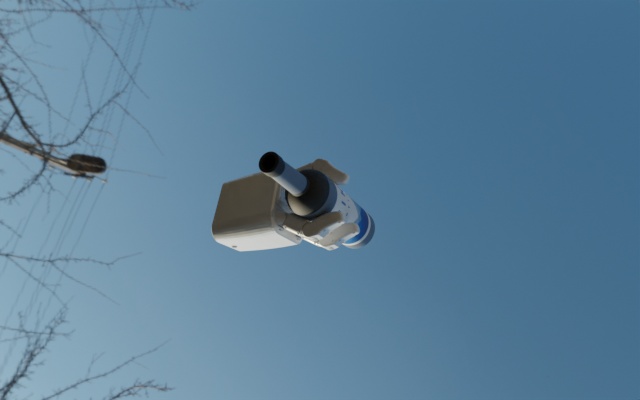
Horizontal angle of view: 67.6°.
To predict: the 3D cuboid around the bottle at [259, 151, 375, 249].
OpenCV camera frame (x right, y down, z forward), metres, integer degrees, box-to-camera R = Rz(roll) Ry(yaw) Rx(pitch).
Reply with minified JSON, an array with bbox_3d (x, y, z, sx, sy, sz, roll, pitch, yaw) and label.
[{"bbox_3d":[0.000,0.002,0.675,0.069,0.069,0.296,0,-18,25],"label":"bottle"}]
